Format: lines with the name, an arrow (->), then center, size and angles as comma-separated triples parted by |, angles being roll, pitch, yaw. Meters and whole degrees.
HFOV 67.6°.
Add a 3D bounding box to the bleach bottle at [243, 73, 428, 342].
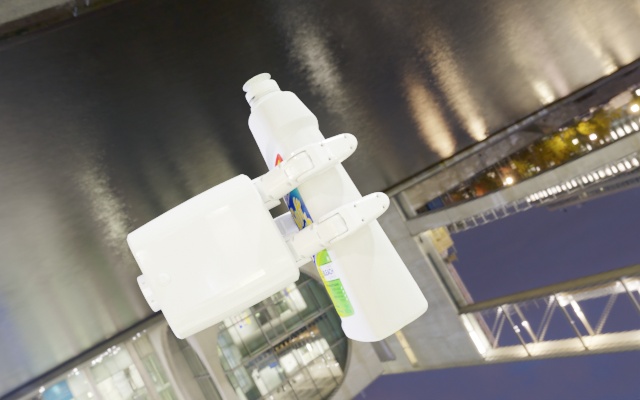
bleach bottle -> 0.000, 0.001, 0.438 | 0.068, 0.251, 0.102 | -28, -5, -16
